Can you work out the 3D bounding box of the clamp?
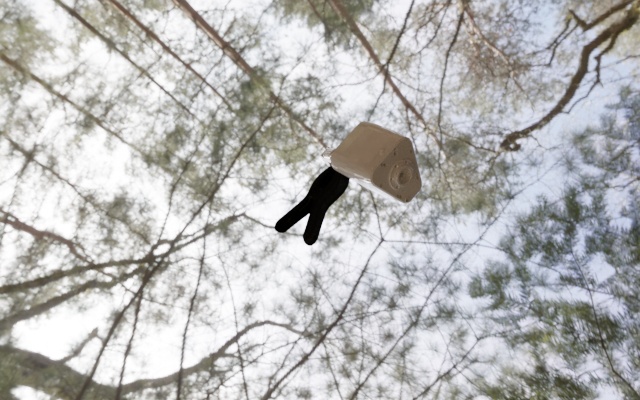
[{"bbox_3d":[0.001,0.003,0.801,0.039,0.171,0.120,42,-5,-35],"label":"clamp"}]
